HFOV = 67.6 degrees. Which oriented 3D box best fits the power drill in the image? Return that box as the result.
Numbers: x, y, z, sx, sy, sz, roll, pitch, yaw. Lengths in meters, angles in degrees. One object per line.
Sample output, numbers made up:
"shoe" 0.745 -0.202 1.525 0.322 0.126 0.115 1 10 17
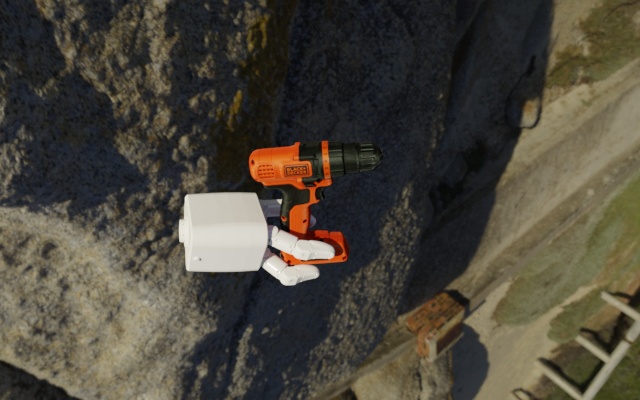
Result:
"power drill" 0.000 0.003 0.694 0.184 0.188 0.057 -3 30 4
